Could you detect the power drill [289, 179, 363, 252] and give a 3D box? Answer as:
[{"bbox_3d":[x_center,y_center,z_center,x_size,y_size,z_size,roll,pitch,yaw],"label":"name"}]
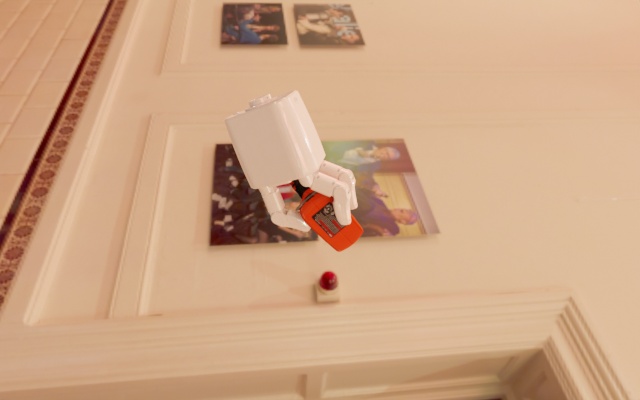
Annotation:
[{"bbox_3d":[0.000,0.003,0.769,0.184,0.057,0.187,45,5,-32],"label":"power drill"}]
